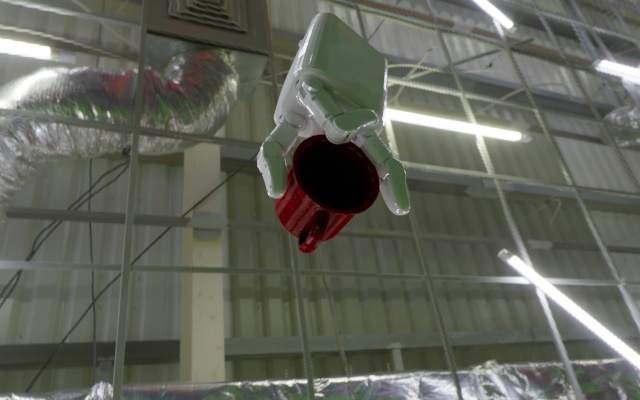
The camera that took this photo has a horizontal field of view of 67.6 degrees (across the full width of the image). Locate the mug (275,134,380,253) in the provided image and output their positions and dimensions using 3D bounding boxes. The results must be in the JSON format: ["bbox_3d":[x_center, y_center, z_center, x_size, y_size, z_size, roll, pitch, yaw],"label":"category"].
[{"bbox_3d":[0.000,0.003,0.490,0.093,0.117,0.081,20,-36,-13],"label":"mug"}]
